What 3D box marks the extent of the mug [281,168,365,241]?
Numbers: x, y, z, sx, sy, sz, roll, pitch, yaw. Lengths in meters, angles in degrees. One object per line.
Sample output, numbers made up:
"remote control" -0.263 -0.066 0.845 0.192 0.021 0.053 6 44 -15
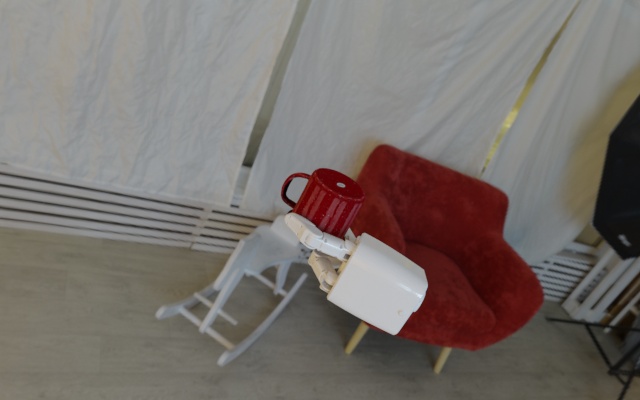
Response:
"mug" -0.001 0.001 0.671 0.117 0.081 0.093 30 25 5
